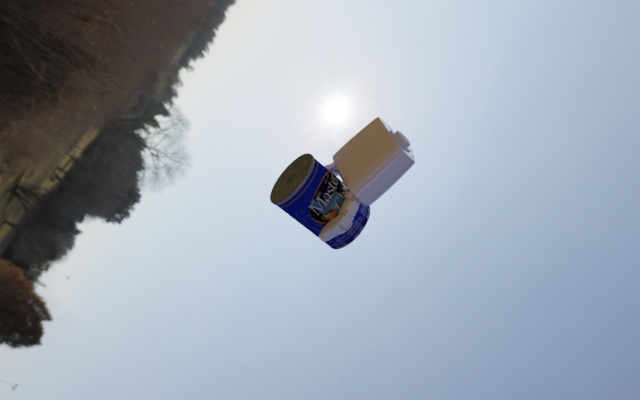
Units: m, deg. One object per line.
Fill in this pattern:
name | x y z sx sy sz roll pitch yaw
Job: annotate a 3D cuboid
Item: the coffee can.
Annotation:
coffee can | 0.000 0.003 0.810 0.140 0.102 0.103 39 -18 -24
